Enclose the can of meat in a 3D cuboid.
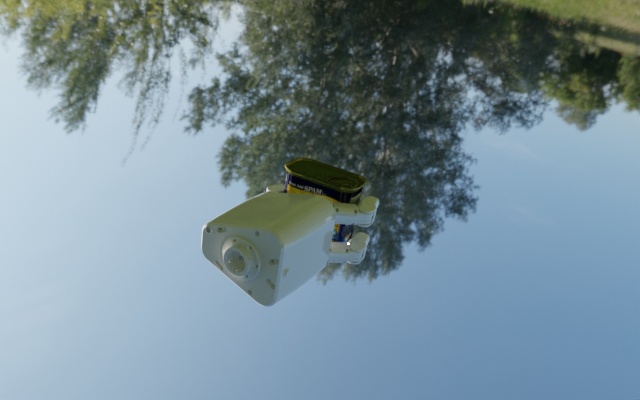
[{"bbox_3d":[0.000,0.002,0.612,0.102,0.084,0.057,20,26,20],"label":"can of meat"}]
